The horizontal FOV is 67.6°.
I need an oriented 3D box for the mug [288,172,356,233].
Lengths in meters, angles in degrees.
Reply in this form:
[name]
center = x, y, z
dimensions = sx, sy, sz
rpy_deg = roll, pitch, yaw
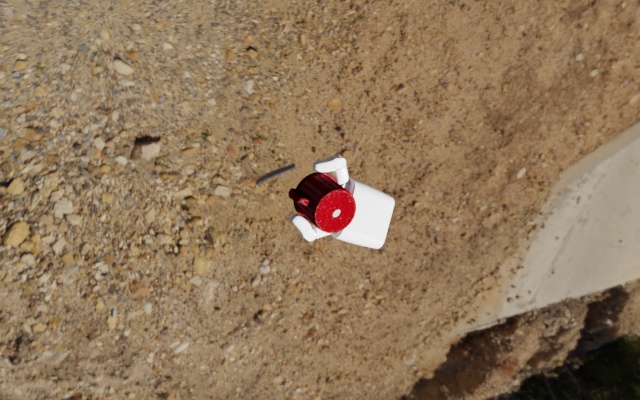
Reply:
[mug]
center = -0.001, 0.002, 0.823
dimensions = 0.117, 0.093, 0.081
rpy_deg = 18, 12, -30
